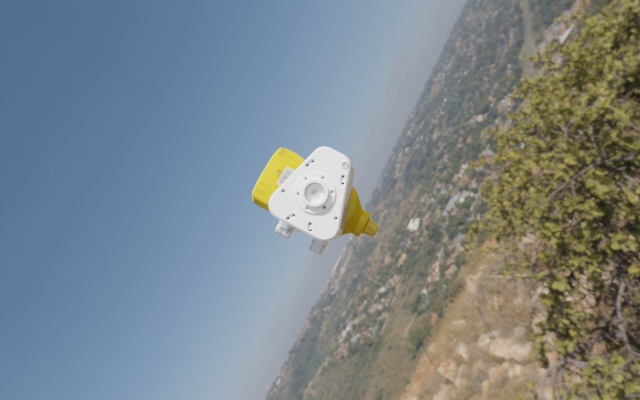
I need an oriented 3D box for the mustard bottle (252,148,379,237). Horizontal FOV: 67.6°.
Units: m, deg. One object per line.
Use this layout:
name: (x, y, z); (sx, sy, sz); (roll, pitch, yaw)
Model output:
mustard bottle: (0.000, 0.002, 0.725); (0.191, 0.096, 0.058); (27, -23, 3)
